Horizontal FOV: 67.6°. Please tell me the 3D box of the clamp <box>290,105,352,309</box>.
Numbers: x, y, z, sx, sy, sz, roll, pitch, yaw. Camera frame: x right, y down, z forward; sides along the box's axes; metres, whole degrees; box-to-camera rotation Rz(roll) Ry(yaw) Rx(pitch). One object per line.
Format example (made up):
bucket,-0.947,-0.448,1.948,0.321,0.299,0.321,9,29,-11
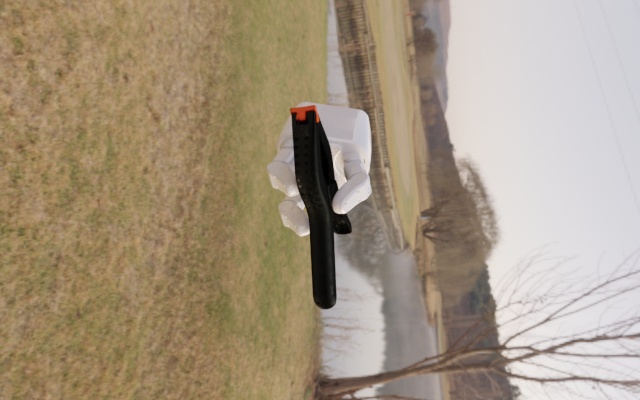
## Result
clamp,0.001,0.001,0.528,0.036,0.210,0.164,-5,34,13
